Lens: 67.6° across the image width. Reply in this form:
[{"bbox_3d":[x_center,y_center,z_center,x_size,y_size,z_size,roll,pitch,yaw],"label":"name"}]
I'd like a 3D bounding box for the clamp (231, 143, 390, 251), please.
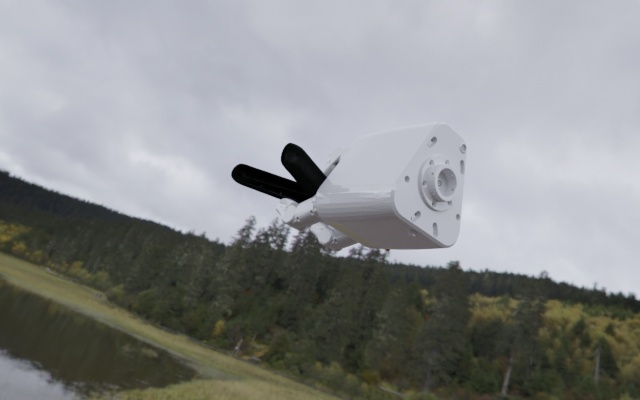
[{"bbox_3d":[0.001,0.001,0.562,0.210,0.036,0.164,32,-17,-30],"label":"clamp"}]
